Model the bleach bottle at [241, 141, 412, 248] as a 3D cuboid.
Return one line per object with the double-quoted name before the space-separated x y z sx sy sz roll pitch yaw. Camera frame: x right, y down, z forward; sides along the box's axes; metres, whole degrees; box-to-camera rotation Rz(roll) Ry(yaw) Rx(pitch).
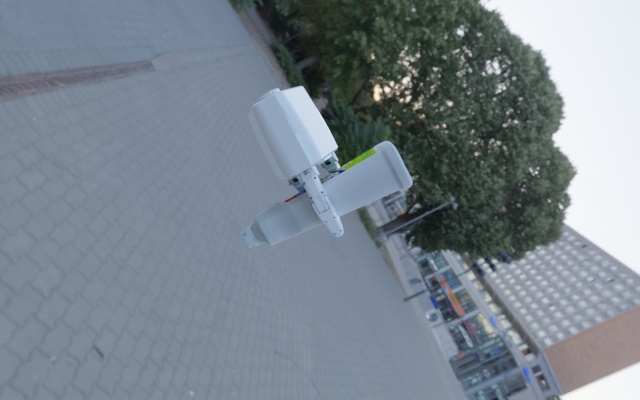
"bleach bottle" 0.000 0.002 0.679 0.251 0.068 0.102 -27 9 7
